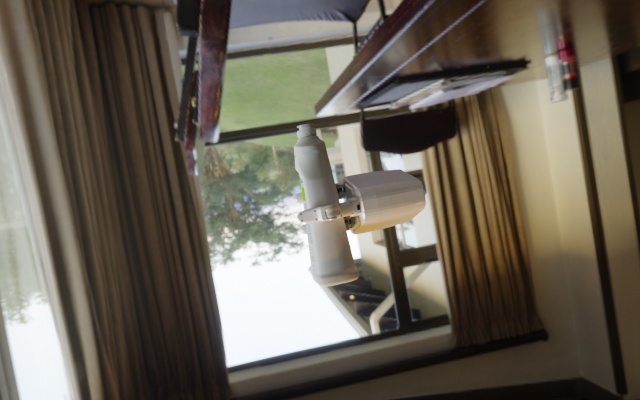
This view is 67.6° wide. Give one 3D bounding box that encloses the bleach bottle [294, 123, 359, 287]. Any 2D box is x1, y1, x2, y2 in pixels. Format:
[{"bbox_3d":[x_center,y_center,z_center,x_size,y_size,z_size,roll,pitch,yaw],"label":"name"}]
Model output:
[{"bbox_3d":[0.000,0.003,0.760,0.068,0.251,0.102,-11,2,-11],"label":"bleach bottle"}]
